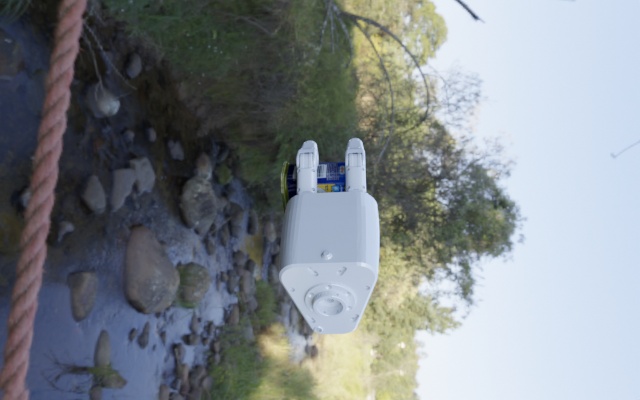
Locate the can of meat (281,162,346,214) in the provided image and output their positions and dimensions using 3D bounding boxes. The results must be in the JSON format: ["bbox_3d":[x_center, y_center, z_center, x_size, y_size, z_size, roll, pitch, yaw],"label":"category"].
[{"bbox_3d":[0.000,0.002,0.588,0.084,0.102,0.057,-2,34,5],"label":"can of meat"}]
